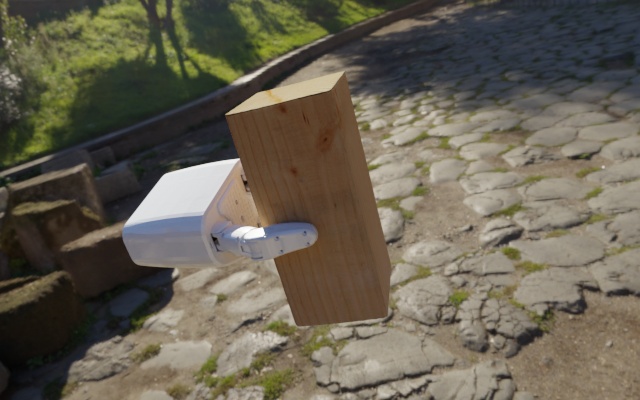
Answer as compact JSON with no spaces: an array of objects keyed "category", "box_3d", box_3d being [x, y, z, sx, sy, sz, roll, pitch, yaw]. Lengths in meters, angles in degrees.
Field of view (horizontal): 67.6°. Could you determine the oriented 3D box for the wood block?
[{"category":"wood block","box_3d":[0.000,0.001,0.436,0.090,0.206,0.090,-10,22,16]}]
